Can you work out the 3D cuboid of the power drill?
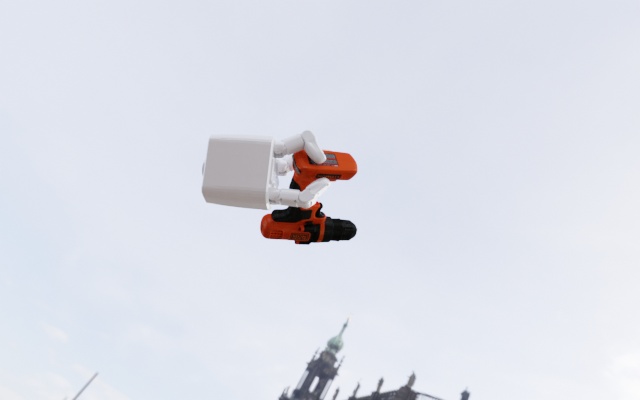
[{"bbox_3d":[0.000,0.002,0.831,0.184,0.188,0.057,3,41,-21],"label":"power drill"}]
